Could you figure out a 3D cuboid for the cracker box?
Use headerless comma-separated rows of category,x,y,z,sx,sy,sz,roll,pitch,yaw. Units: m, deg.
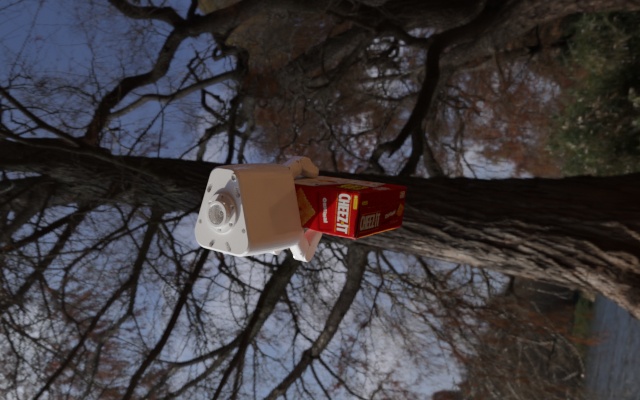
cracker box,0.000,0.002,0.730,0.213,0.072,0.164,9,9,31
